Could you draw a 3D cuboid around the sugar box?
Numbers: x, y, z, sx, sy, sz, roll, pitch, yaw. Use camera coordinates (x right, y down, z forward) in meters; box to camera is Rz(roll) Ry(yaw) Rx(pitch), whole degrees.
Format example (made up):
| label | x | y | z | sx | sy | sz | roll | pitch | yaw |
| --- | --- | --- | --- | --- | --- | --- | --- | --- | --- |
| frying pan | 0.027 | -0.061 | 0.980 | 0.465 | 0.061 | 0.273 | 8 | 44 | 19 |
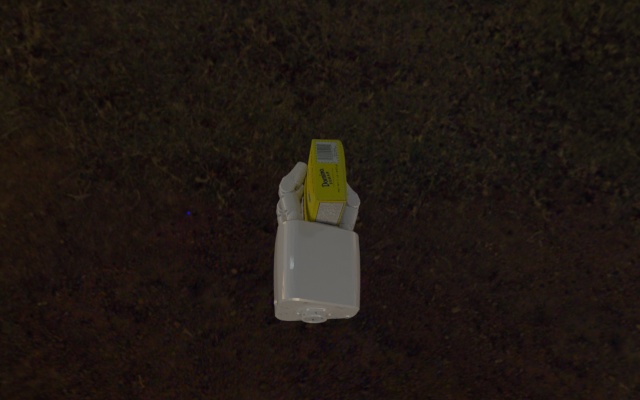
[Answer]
| label | x | y | z | sx | sy | sz | roll | pitch | yaw |
| --- | --- | --- | --- | --- | --- | --- | --- | --- | --- |
| sugar box | 0.000 | 0.002 | 0.669 | 0.048 | 0.093 | 0.176 | 2 | -30 | -9 |
